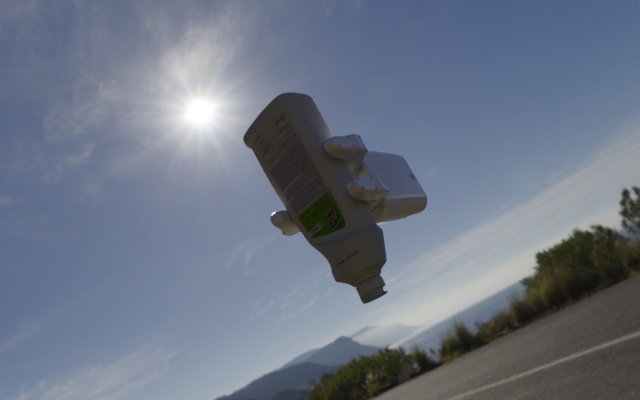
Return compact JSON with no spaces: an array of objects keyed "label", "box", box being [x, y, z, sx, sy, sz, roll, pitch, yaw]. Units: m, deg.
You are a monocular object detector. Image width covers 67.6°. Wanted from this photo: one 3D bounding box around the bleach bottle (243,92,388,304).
[{"label":"bleach bottle","box":[0.000,0.002,0.549,0.068,0.250,0.103,-6,-28,-46]}]
